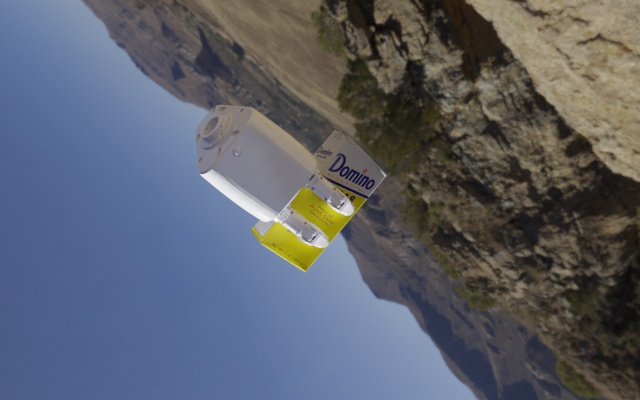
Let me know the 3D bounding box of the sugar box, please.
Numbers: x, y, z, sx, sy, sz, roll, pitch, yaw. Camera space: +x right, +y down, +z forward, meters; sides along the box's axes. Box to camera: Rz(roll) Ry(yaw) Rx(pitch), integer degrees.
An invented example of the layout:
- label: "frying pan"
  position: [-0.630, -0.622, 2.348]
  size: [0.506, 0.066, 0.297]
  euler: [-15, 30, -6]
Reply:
- label: "sugar box"
  position: [0.000, 0.002, 0.641]
  size: [0.093, 0.176, 0.048]
  euler: [38, 4, -38]
